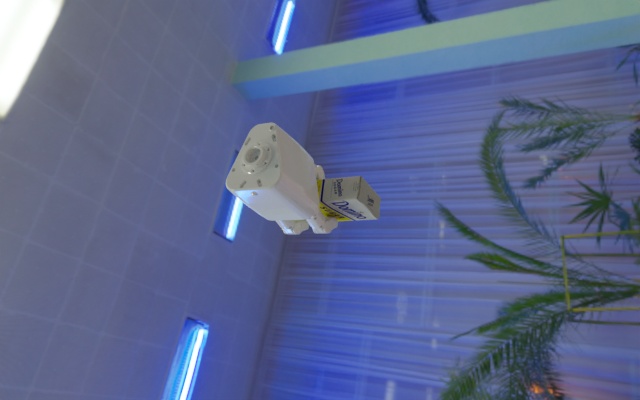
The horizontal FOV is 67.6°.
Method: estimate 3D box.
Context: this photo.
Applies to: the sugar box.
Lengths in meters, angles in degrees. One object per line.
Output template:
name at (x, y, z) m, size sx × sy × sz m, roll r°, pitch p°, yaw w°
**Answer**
sugar box at (0.000, 0.003, 0.780) m, size 0.176 × 0.048 × 0.093 m, roll -2°, pitch -22°, yaw 28°
